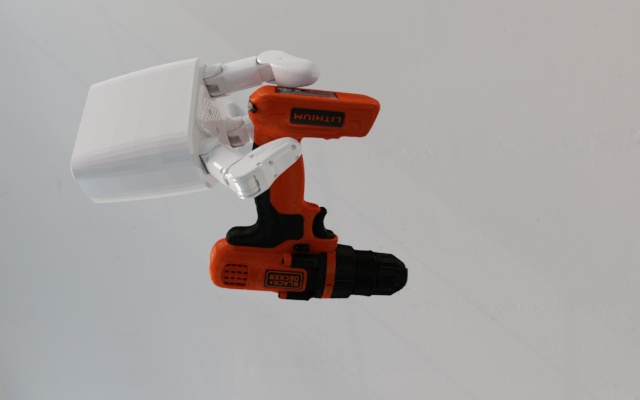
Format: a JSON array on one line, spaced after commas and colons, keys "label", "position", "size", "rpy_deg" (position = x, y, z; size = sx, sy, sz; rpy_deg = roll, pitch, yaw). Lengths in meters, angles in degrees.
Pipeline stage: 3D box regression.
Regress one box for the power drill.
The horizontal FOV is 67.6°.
[{"label": "power drill", "position": [0.000, 0.001, 0.417], "size": [0.184, 0.188, 0.057], "rpy_deg": [4, 19, -10]}]
